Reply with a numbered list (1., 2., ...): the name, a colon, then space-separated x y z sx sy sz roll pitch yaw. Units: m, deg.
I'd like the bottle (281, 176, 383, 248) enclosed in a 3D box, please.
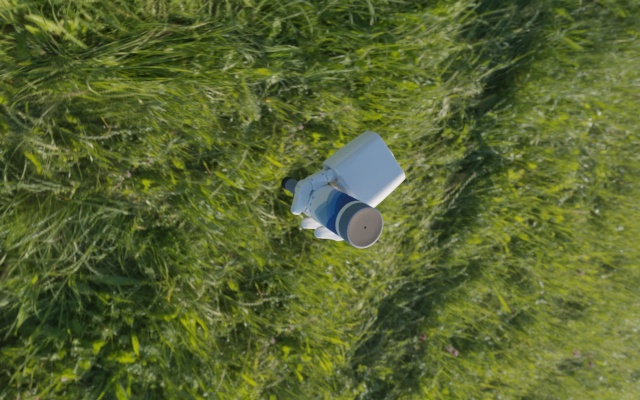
1. bottle: 0.000 0.003 0.846 0.069 0.069 0.295 0 15 -29
